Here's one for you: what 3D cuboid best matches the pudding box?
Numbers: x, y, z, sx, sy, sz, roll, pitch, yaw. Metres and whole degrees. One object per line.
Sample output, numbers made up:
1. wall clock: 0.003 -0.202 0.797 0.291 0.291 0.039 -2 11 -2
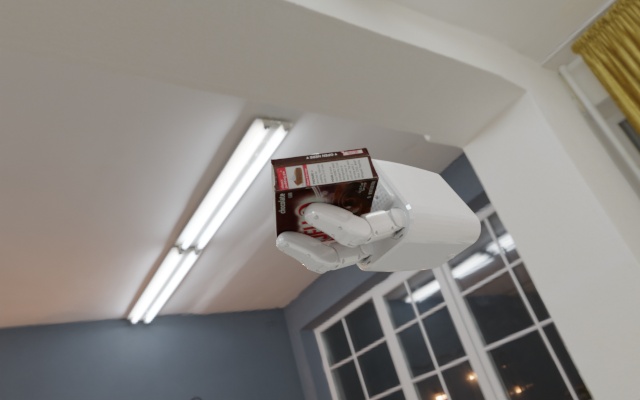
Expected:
1. pudding box: 0.000 0.001 0.448 0.090 0.039 0.114 -9 -32 -8
